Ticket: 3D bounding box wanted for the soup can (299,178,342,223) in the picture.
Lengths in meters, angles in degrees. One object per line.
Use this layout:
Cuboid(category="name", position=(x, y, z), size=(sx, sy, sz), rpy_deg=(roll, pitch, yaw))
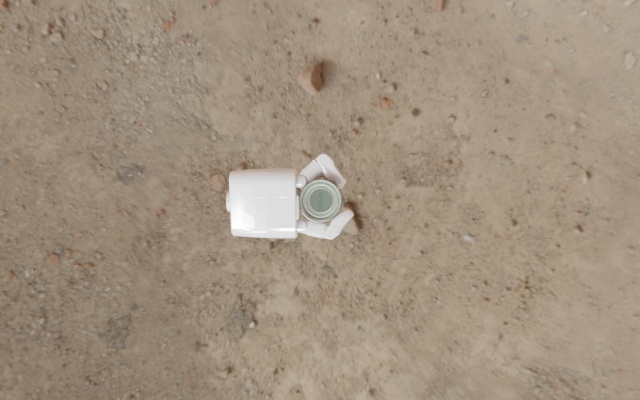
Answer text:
Cuboid(category="soup can", position=(0.001, 0.003, 0.776), size=(0.068, 0.068, 0.102), rpy_deg=(0, -4, 0))
